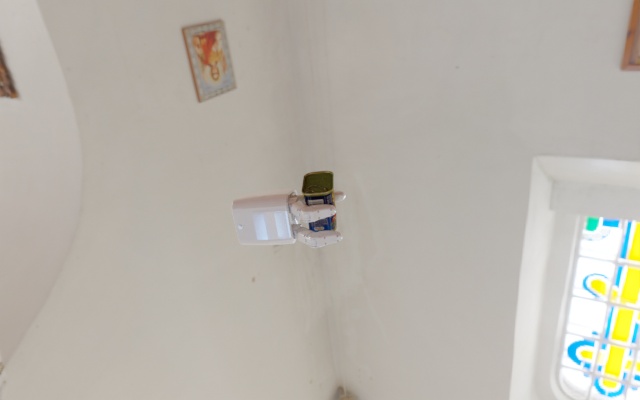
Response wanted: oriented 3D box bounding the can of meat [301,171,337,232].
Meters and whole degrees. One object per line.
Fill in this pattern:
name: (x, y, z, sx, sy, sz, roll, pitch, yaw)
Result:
can of meat: (0.000, 0.003, 0.889, 0.057, 0.084, 0.102, -5, 25, 4)
